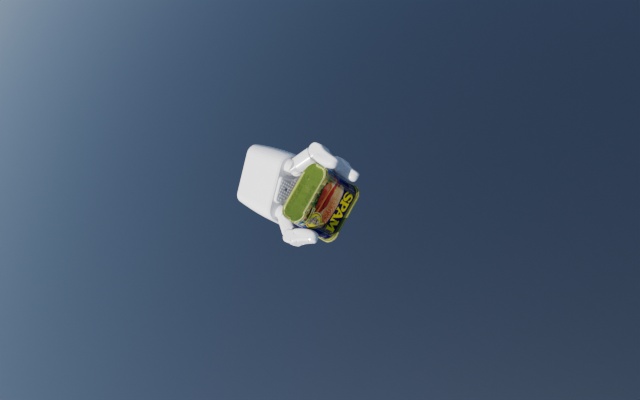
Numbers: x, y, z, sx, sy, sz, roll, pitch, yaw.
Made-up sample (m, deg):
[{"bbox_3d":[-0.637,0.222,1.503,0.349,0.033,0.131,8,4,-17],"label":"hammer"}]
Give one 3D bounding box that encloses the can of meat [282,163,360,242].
[{"bbox_3d":[0.000,0.002,0.741,0.084,0.102,0.057,31,-2,-43],"label":"can of meat"}]
